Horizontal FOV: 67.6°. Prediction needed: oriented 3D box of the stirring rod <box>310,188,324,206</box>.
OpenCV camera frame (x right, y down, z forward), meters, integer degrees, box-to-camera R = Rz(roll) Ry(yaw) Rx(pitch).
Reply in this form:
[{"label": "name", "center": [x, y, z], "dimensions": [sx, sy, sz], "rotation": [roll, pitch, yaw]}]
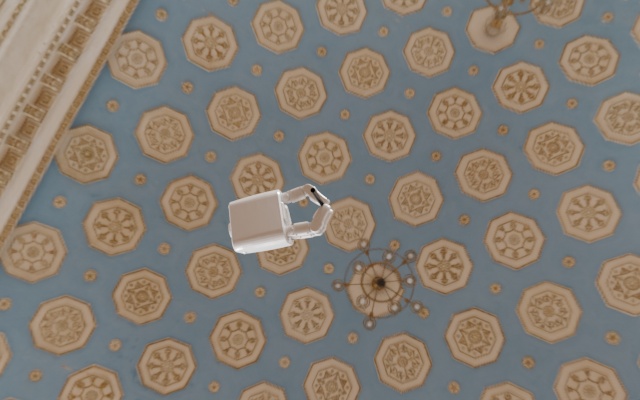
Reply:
[{"label": "stirring rod", "center": [0.000, 0.003, 0.888], "dimensions": [0.011, 0.011, 0.239], "rotation": [0, -9, 6]}]
